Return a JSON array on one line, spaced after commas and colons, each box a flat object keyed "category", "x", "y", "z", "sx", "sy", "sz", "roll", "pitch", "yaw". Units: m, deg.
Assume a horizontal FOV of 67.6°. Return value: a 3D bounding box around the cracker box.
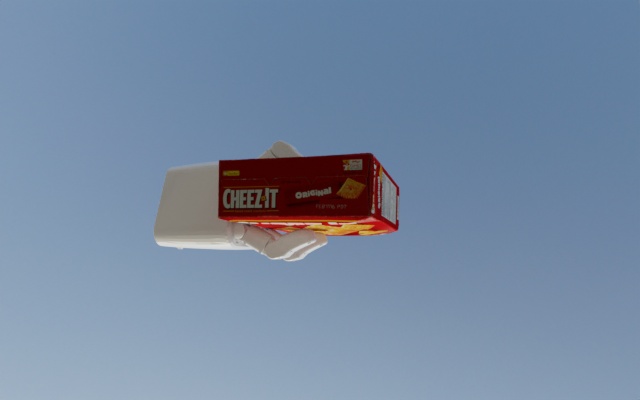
[{"category": "cracker box", "x": 0.000, "y": 0.002, "z": 0.569, "sx": 0.164, "sy": 0.072, "sz": 0.214, "roll": -2, "pitch": -7, "yaw": 16}]
